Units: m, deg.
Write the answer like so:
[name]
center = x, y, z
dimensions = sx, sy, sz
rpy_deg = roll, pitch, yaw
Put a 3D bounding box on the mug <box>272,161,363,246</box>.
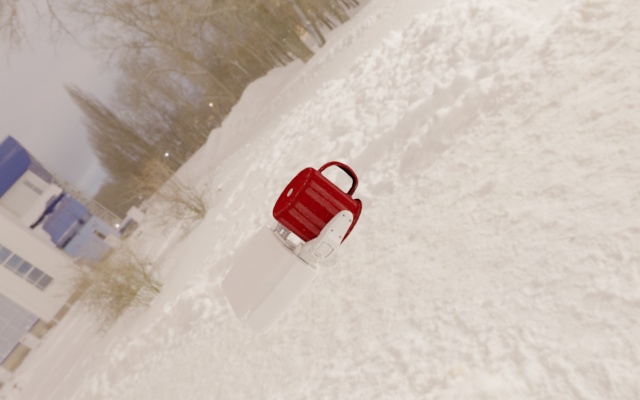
[mug]
center = 0.001, 0.001, 0.609
dimensions = 0.081, 0.117, 0.093
rpy_deg = 38, -2, -16
